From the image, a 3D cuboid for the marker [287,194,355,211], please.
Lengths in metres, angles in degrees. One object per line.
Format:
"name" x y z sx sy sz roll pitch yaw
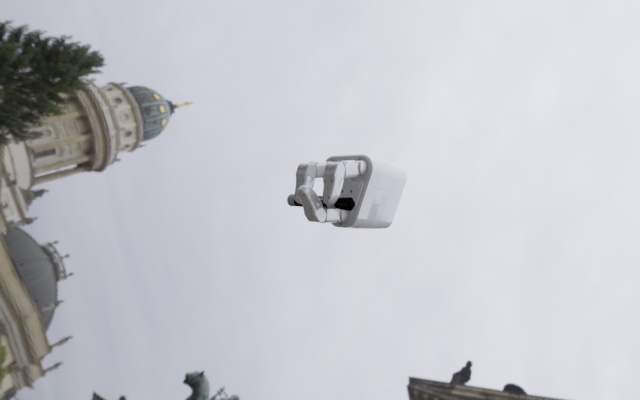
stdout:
"marker" 0.000 0.002 0.687 0.121 0.020 0.020 4 2 42
